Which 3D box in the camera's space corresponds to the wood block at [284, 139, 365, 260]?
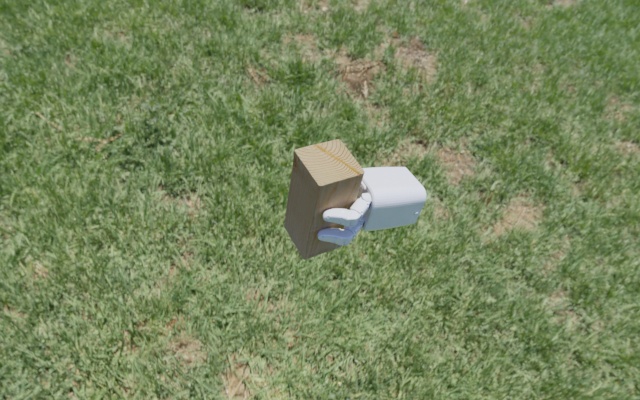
[{"bbox_3d":[0.000,0.002,0.858,0.090,0.090,0.206,-17,-36,-24],"label":"wood block"}]
